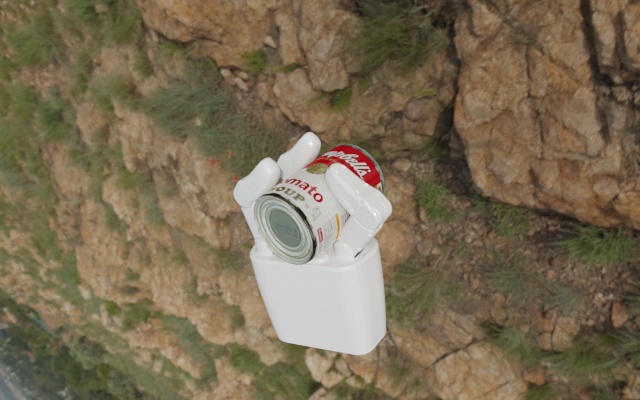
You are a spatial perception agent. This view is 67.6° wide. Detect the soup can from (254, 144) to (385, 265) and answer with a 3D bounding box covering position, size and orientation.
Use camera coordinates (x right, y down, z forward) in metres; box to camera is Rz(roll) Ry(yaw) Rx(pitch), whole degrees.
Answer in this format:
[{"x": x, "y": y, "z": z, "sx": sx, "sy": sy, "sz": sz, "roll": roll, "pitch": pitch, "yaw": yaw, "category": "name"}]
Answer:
[{"x": 0.000, "y": 0.001, "z": 0.415, "sx": 0.068, "sy": 0.068, "sz": 0.102, "roll": 0, "pitch": 28, "yaw": 45, "category": "soup can"}]
